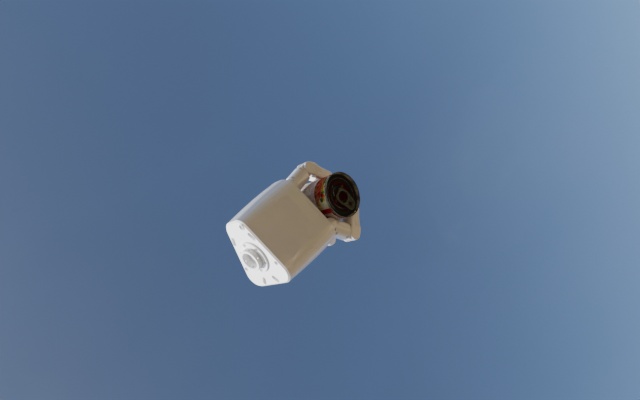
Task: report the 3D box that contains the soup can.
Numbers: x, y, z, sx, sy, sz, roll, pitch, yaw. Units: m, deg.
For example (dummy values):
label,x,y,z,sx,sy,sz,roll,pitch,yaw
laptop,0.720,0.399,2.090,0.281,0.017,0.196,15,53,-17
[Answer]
label,x,y,z,sx,sy,sz,roll,pitch,yaw
soup can,0.000,0.002,0.720,0.068,0.068,0.102,0,-12,-42
